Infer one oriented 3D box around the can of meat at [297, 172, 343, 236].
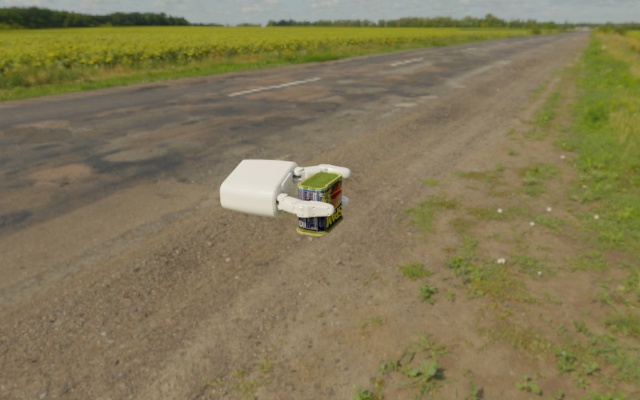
[{"bbox_3d":[0.000,0.002,0.819,0.057,0.084,0.102,8,21,23],"label":"can of meat"}]
